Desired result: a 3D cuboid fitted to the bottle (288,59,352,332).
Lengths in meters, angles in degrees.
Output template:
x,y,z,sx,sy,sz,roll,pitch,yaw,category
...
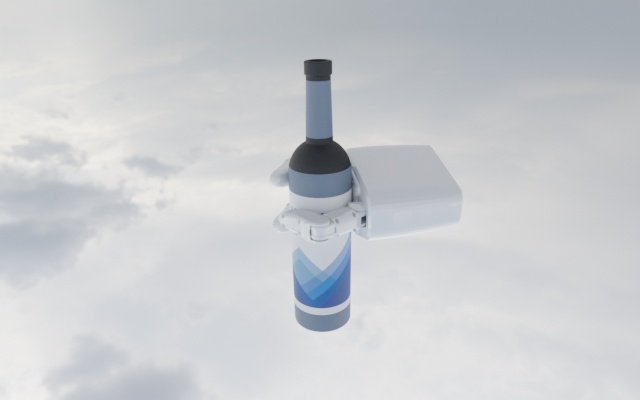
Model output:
x,y,z,sx,sy,sz,roll,pitch,yaw,category
0.000,0.002,0.513,0.069,0.296,0.069,-1,23,0,bottle
